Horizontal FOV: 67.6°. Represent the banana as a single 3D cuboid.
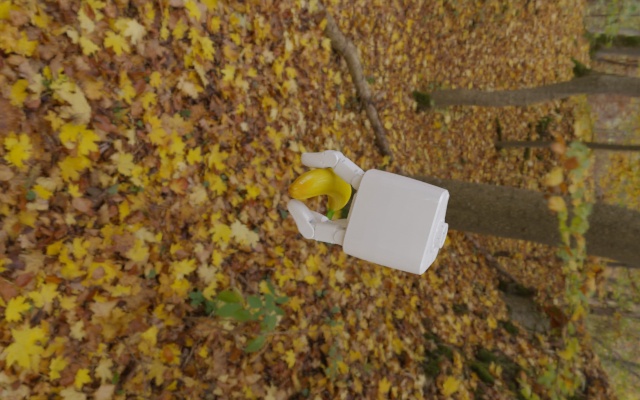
[{"bbox_3d":[0.009,-0.014,0.689,0.037,0.069,0.198,26,-4,21],"label":"banana"}]
